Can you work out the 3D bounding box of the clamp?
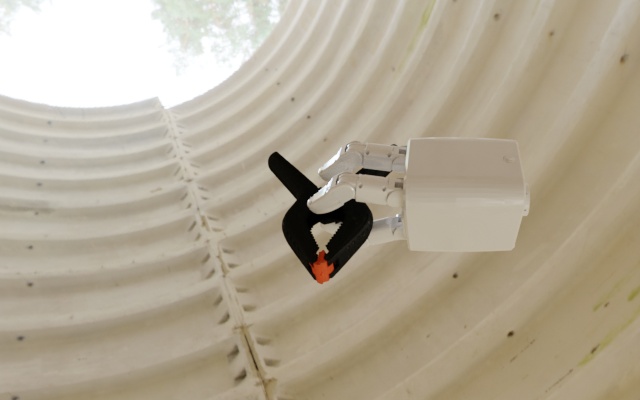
[{"bbox_3d":[0.000,0.003,0.524,0.164,0.036,0.209,1,40,14],"label":"clamp"}]
